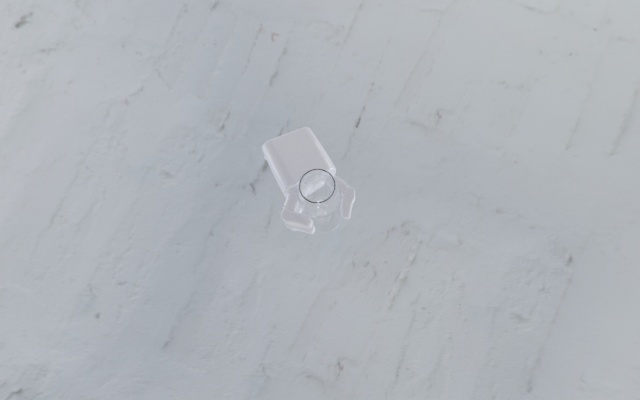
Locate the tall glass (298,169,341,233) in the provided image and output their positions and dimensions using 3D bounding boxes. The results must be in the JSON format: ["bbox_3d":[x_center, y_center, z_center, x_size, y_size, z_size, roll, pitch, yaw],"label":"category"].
[{"bbox_3d":[0.000,0.003,0.898,0.079,0.079,0.201,0,-16,3],"label":"tall glass"}]
